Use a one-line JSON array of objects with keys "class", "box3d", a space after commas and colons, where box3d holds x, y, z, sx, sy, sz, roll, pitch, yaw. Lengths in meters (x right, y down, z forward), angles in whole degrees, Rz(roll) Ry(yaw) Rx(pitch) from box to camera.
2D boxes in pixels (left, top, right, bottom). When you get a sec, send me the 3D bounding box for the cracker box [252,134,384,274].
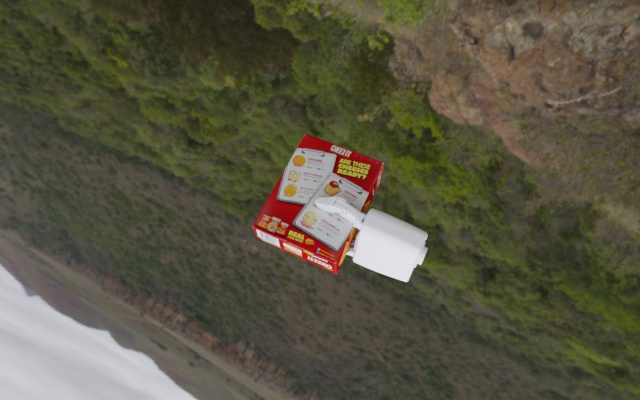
[{"class": "cracker box", "box3d": [0.000, 0.003, 0.875, 0.164, 0.213, 0.072, 22, -23, 13]}]
